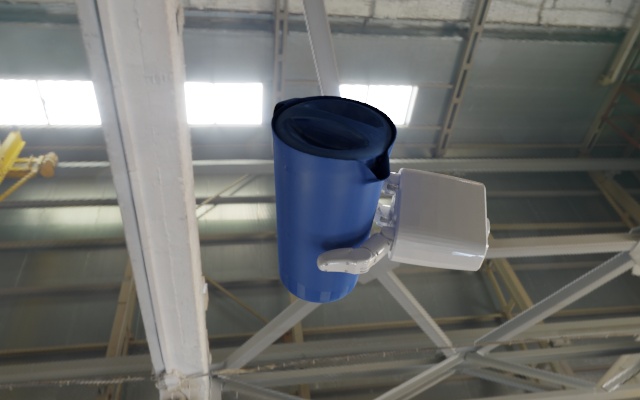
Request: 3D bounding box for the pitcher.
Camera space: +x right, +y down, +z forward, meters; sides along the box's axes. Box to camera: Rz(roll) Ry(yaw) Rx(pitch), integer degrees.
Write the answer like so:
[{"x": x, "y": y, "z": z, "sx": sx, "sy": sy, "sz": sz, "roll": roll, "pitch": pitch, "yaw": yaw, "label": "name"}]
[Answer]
[{"x": 0.000, "y": 0.002, "z": 0.581, "sx": 0.145, "sy": 0.243, "sz": 0.149, "roll": 8, "pitch": 39, "yaw": 2, "label": "pitcher"}]
